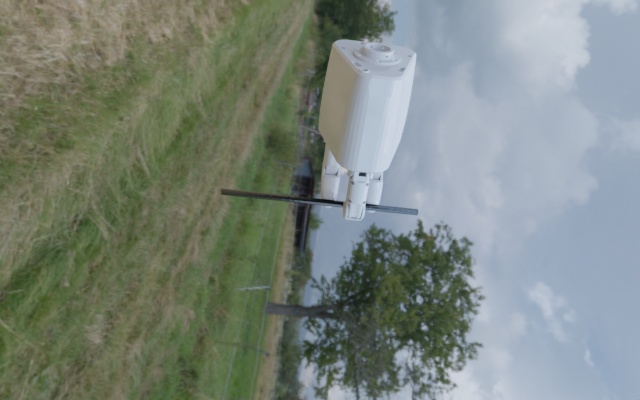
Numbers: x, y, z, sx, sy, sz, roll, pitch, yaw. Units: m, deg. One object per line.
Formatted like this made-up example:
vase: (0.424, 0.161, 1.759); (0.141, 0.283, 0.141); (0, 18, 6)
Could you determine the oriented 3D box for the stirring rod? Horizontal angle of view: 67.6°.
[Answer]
stirring rod: (0.000, 0.002, 0.583); (0.239, 0.011, 0.011); (6, 0, -3)
